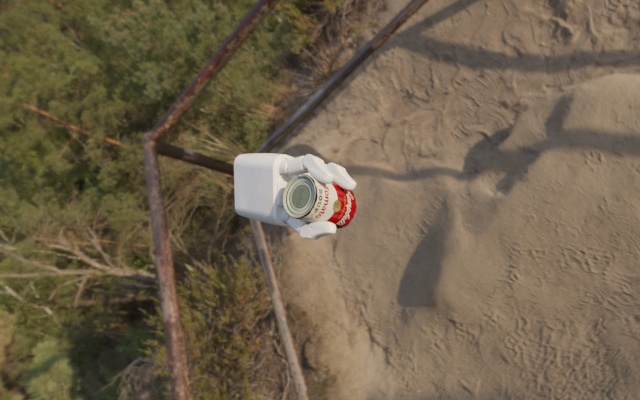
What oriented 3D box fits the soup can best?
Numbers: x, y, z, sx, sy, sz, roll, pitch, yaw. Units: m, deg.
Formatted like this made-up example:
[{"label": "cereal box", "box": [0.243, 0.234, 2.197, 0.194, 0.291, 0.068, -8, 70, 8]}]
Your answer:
[{"label": "soup can", "box": [0.000, 0.002, 0.729, 0.068, 0.068, 0.102, 0, -10, 40]}]
